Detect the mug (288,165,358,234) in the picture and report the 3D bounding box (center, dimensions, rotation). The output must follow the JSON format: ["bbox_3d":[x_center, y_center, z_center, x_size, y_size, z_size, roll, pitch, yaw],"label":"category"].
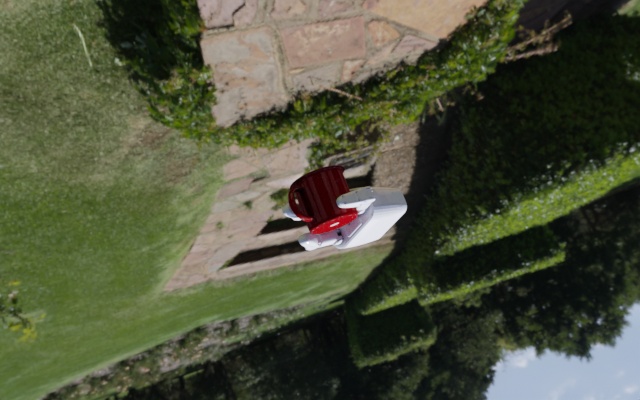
[{"bbox_3d":[-0.001,0.003,0.740,0.117,0.081,0.093,-6,-21,-46],"label":"mug"}]
